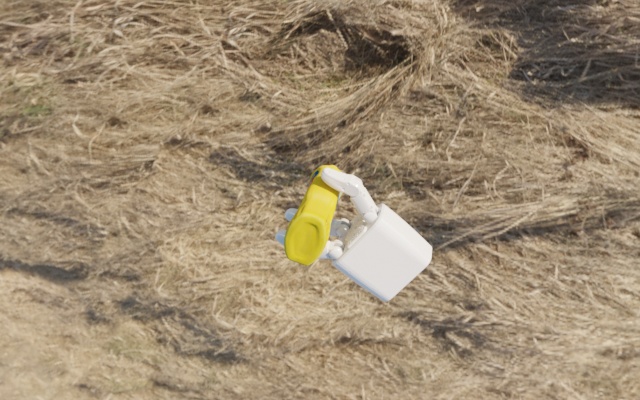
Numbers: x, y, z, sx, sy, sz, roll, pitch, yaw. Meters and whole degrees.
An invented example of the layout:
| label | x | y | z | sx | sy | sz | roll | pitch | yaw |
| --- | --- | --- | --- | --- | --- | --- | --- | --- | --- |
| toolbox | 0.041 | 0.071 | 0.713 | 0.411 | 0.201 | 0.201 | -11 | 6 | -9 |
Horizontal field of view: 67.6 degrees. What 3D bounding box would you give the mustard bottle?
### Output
| label | x | y | z | sx | sy | sz | roll | pitch | yaw |
| --- | --- | --- | --- | --- | --- | --- | --- | --- | --- |
| mustard bottle | 0.000 | 0.002 | 0.717 | 0.058 | 0.096 | 0.191 | 19 | 37 | 2 |
